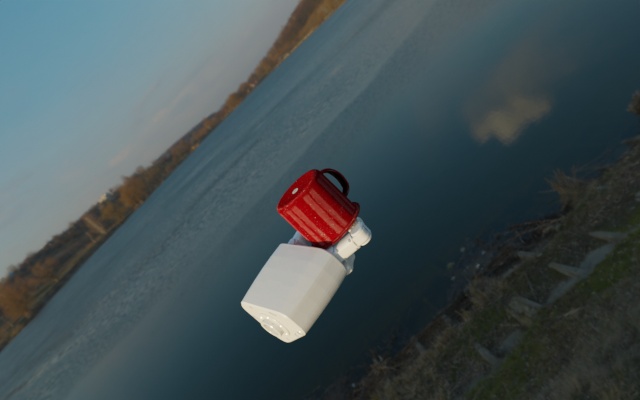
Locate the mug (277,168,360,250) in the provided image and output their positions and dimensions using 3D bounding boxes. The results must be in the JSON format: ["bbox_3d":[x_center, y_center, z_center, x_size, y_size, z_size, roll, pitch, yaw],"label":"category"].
[{"bbox_3d":[0.001,0.001,0.673,0.081,0.117,0.093,44,-30,-16],"label":"mug"}]
